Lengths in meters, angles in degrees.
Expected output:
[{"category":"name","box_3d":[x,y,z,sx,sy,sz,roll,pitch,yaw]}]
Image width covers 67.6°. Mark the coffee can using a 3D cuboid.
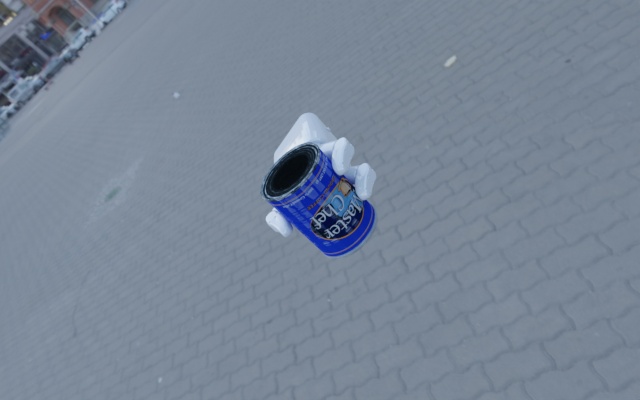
[{"category":"coffee can","box_3d":[0.000,0.002,0.674,0.103,0.102,0.140,0,-37,49]}]
